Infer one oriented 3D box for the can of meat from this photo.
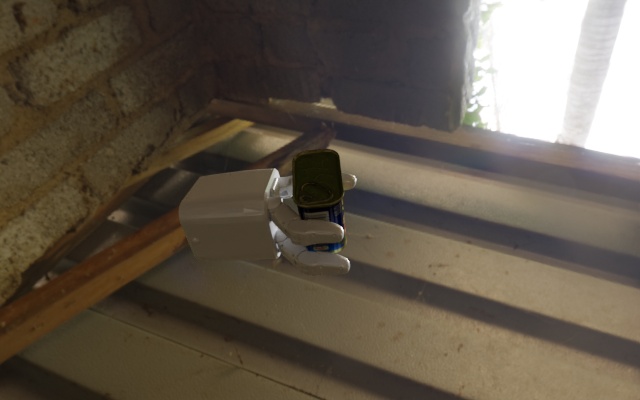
[{"bbox_3d":[0.000,0.002,0.574,0.057,0.084,0.102,-6,41,2],"label":"can of meat"}]
